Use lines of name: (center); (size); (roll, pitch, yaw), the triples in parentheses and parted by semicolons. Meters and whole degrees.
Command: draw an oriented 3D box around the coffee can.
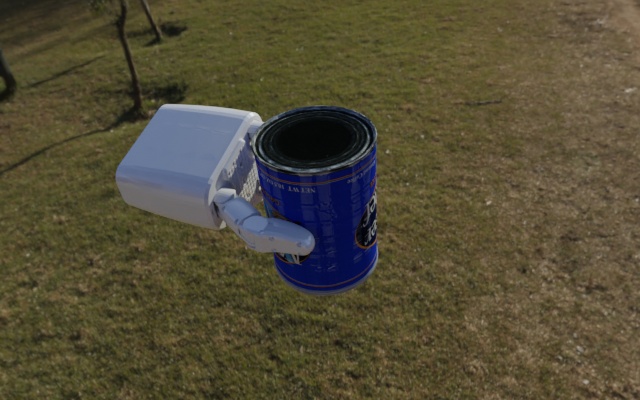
coffee can: (0.000, 0.002, 0.430); (0.103, 0.140, 0.102); (-3, 39, 3)
